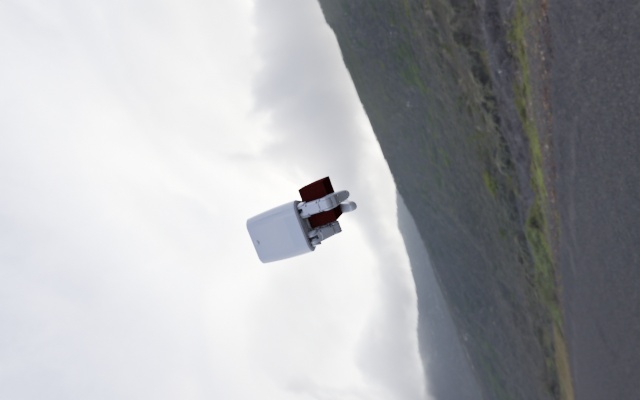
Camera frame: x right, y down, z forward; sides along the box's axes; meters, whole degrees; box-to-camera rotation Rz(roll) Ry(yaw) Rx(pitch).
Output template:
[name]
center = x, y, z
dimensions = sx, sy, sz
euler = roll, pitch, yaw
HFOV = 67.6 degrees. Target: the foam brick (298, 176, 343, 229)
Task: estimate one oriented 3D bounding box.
[foam brick]
center = 0.000, 0.003, 0.873
dimensions = 0.051, 0.078, 0.053
euler = -18, 7, 18
